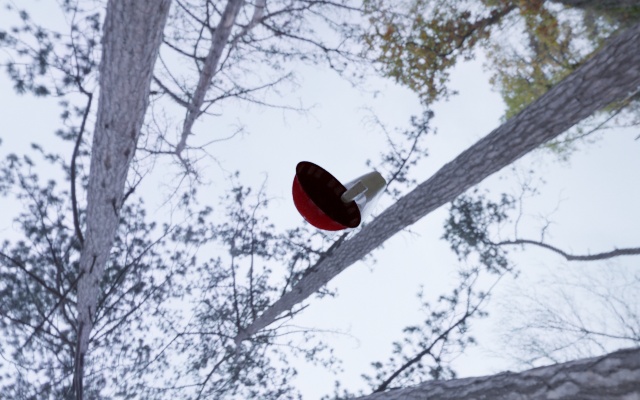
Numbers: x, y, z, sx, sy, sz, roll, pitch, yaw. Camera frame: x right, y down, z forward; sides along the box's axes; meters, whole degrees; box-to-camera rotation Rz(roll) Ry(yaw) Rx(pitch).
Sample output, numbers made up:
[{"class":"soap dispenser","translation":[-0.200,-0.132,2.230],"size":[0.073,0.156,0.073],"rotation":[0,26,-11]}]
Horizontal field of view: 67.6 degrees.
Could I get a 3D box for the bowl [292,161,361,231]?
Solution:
[{"class":"bowl","translation":[-0.001,0.003,0.887],"size":[0.055,0.162,0.162],"rotation":[-44,-21,23]}]
